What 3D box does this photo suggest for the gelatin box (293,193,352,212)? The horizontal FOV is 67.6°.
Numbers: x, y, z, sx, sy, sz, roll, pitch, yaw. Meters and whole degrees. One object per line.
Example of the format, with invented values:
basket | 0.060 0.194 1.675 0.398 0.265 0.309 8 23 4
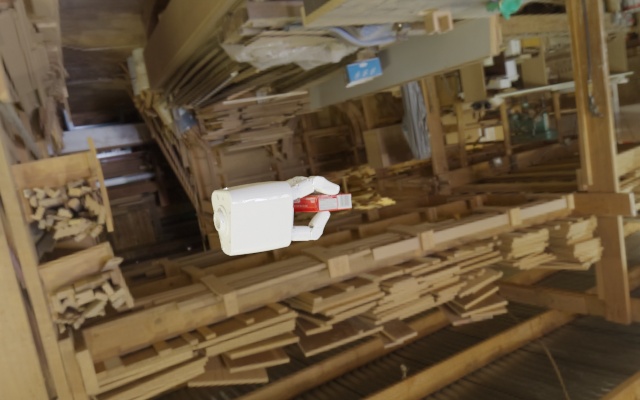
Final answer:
gelatin box | 0.000 0.003 0.859 0.089 0.030 0.073 -5 3 -44
